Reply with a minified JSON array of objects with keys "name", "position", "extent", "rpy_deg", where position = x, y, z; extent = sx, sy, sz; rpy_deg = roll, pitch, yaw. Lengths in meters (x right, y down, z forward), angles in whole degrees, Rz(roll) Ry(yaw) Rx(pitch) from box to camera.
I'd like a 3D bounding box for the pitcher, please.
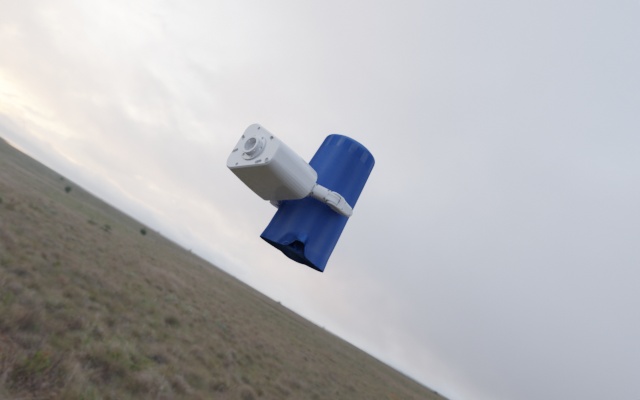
[{"name":"pitcher","position":[0.000,0.003,0.899],"extent":[0.149,0.242,0.145],"rpy_deg":[18,-17,43]}]
